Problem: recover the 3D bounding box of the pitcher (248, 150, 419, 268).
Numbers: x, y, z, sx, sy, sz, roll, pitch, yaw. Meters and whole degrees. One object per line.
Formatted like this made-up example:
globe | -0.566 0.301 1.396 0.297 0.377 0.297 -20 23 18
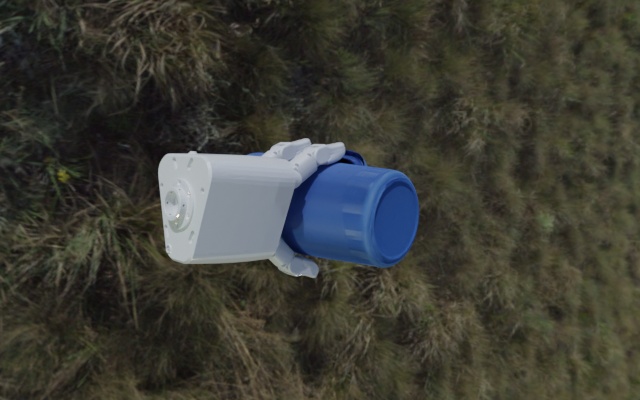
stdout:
pitcher | 0.000 0.002 0.602 0.243 0.149 0.145 7 3 42
